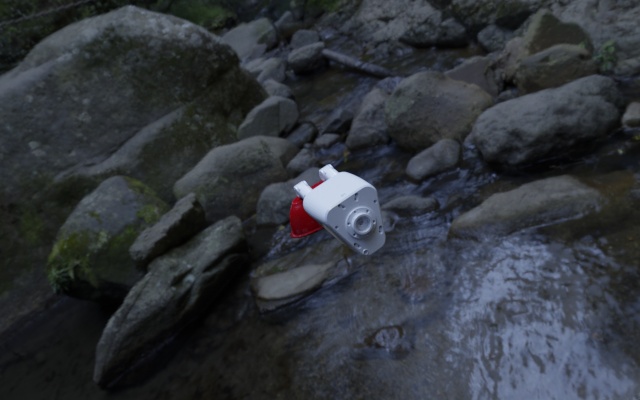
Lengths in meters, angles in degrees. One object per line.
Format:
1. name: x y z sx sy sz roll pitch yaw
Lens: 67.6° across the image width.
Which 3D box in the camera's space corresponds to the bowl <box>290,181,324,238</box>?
1. bowl: -0.001 0.003 0.891 0.162 0.055 0.162 -30 11 7
